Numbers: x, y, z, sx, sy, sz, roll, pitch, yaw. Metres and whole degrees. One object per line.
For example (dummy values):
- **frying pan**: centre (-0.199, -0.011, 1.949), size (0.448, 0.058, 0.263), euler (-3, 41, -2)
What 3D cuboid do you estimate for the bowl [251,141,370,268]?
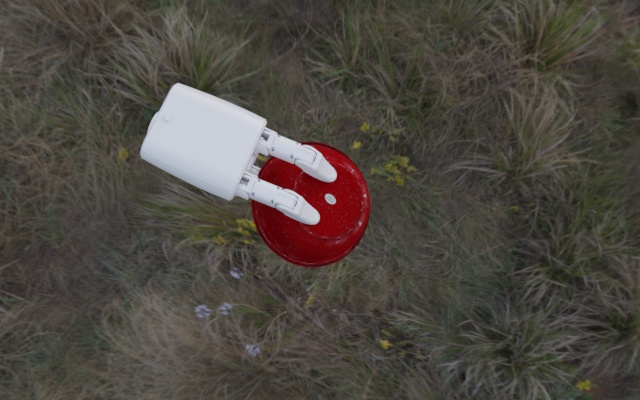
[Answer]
- **bowl**: centre (0.001, 0.002, 0.586), size (0.162, 0.162, 0.055), euler (0, -5, -22)
